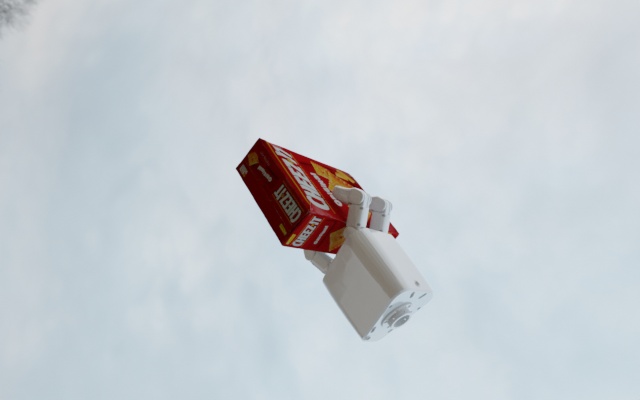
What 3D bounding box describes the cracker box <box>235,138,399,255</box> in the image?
[{"bbox_3d":[0.000,0.003,0.721,0.214,0.072,0.164,17,29,-48],"label":"cracker box"}]
